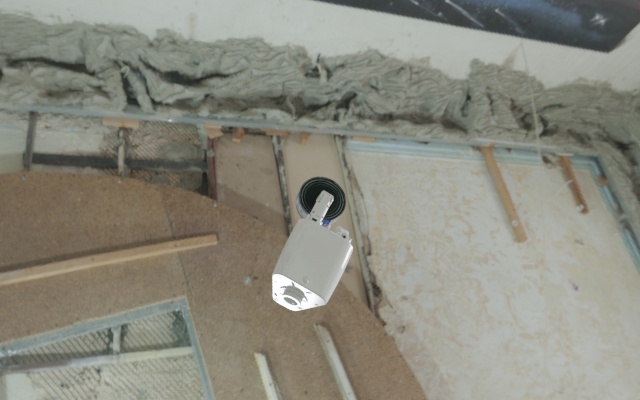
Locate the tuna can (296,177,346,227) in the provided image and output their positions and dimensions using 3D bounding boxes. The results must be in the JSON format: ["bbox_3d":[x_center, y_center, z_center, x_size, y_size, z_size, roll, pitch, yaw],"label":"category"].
[{"bbox_3d":[0.000,0.003,0.847,0.086,0.086,0.034,0,-26,-18],"label":"tuna can"}]
